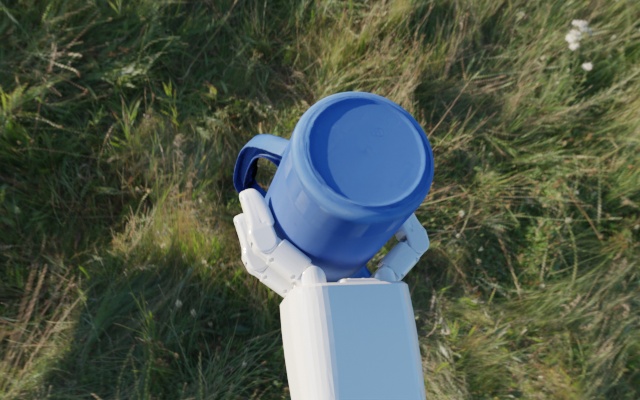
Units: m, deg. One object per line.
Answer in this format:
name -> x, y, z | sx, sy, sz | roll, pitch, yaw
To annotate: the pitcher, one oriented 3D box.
pitcher -> 0.000, 0.002, 0.447 | 0.149, 0.145, 0.243 | -2, -21, -14
